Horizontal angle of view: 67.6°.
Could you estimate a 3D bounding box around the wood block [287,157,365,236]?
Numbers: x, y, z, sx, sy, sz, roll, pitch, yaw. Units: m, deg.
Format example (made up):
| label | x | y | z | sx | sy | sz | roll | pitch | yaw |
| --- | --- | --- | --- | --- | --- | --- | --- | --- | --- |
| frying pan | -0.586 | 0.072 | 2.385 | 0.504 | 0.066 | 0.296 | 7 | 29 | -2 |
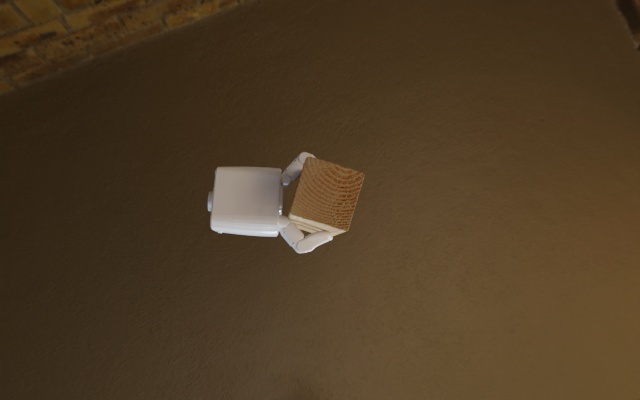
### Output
| label | x | y | z | sx | sy | sz | roll | pitch | yaw |
| --- | --- | --- | --- | --- | --- | --- | --- | --- | --- |
| wood block | 0.000 | 0.002 | 0.781 | 0.090 | 0.091 | 0.206 | 17 | -8 | -4 |
